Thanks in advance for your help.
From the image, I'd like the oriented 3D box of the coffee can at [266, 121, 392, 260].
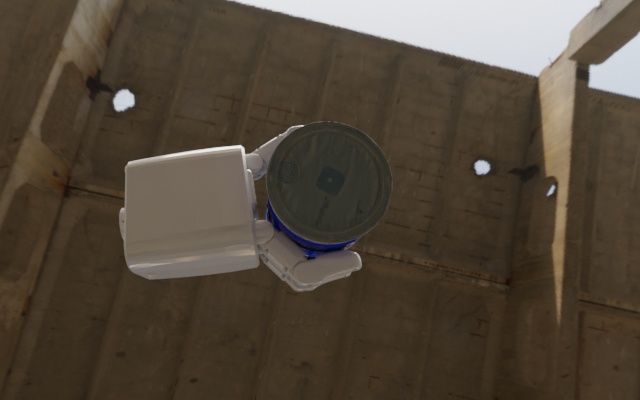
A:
[{"bbox_3d":[0.000,0.001,0.448,0.103,0.102,0.140,0,-15,-7],"label":"coffee can"}]
